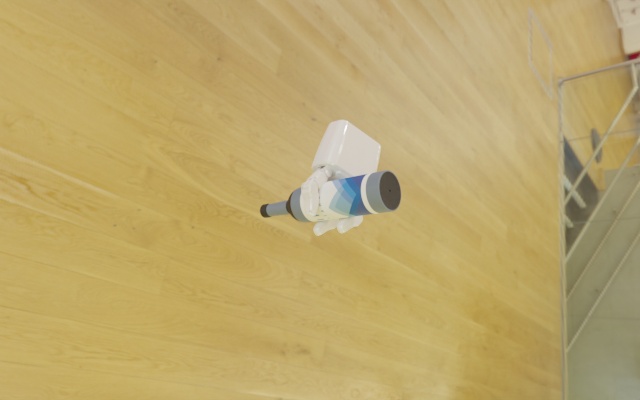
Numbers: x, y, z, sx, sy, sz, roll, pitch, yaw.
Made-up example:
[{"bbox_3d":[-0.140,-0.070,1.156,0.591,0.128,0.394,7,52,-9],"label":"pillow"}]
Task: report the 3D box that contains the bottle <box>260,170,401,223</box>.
[{"bbox_3d":[0.000,0.003,0.851,0.296,0.069,0.069,-9,-6,40],"label":"bottle"}]
